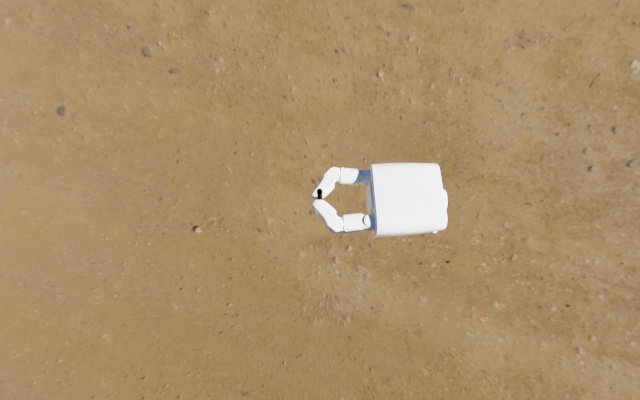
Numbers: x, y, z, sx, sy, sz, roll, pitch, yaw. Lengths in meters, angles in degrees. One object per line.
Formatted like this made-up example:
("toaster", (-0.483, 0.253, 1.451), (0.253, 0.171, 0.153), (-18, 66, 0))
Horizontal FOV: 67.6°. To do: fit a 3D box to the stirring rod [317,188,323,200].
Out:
("stirring rod", (0.000, 0.002, 0.762), (0.011, 0.011, 0.239), (0, -7, 1))
